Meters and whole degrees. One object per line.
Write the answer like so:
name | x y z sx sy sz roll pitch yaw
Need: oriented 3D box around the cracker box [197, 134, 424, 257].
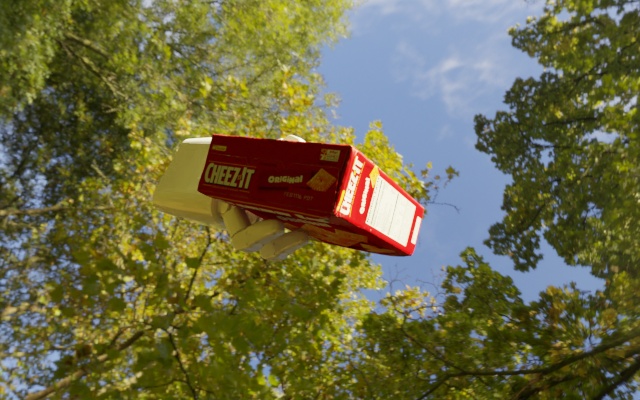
cracker box | 0.000 0.002 0.526 0.164 0.072 0.214 8 -11 31
